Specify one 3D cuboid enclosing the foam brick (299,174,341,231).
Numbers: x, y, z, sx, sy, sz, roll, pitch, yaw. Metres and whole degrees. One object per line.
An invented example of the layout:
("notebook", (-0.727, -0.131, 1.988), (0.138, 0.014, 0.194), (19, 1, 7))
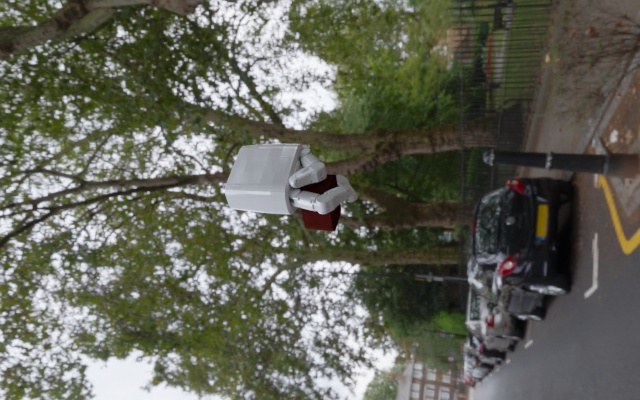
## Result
("foam brick", (0.000, 0.003, 0.767), (0.051, 0.078, 0.053), (2, 38, 16))
